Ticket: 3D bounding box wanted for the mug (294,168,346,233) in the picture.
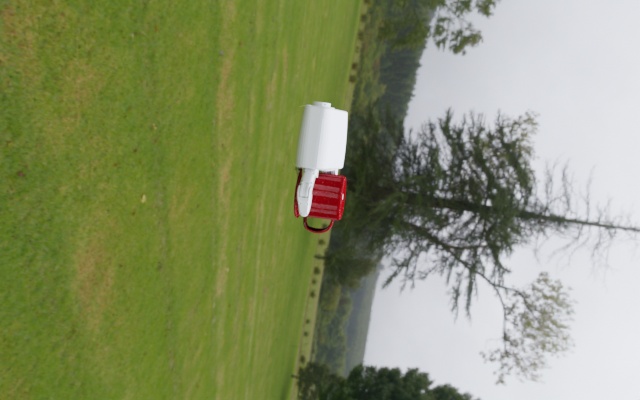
[{"bbox_3d":[0.000,0.004,0.863,0.081,0.117,0.093,7,10,7],"label":"mug"}]
